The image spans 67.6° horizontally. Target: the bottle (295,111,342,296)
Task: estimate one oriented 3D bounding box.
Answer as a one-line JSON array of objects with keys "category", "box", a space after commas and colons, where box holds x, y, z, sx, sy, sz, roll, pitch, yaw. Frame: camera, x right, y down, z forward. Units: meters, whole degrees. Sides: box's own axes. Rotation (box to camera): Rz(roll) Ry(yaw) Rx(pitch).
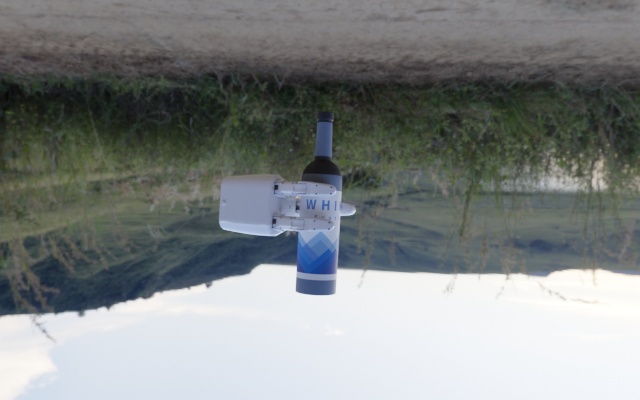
[{"category": "bottle", "box": [0.000, 0.003, 0.781, 0.069, 0.295, 0.069, 3, -2, 0]}]
